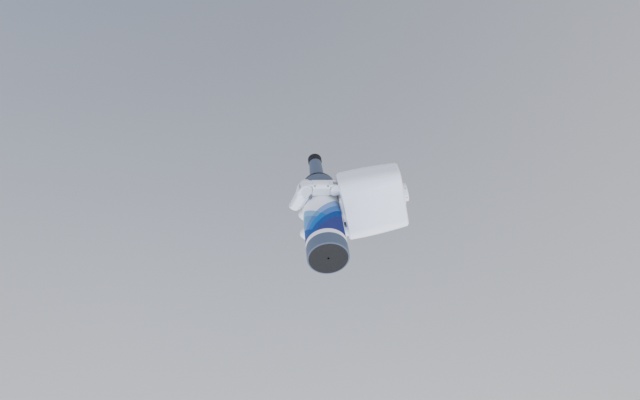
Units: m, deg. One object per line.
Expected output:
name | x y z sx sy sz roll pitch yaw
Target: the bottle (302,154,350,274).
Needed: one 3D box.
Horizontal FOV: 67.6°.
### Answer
bottle | 0.000 0.003 0.849 0.069 0.069 0.295 0 36 -6
